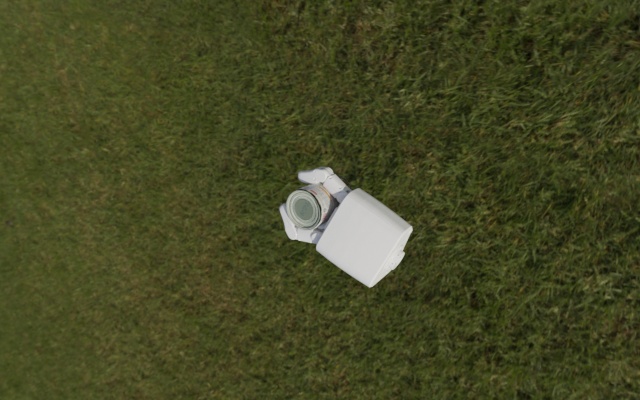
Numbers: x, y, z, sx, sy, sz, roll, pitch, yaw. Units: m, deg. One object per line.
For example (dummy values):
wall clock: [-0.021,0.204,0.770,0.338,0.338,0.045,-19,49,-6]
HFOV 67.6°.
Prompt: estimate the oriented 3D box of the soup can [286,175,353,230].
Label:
soup can: [0.000,0.002,0.777,0.068,0.068,0.102,0,15,35]
